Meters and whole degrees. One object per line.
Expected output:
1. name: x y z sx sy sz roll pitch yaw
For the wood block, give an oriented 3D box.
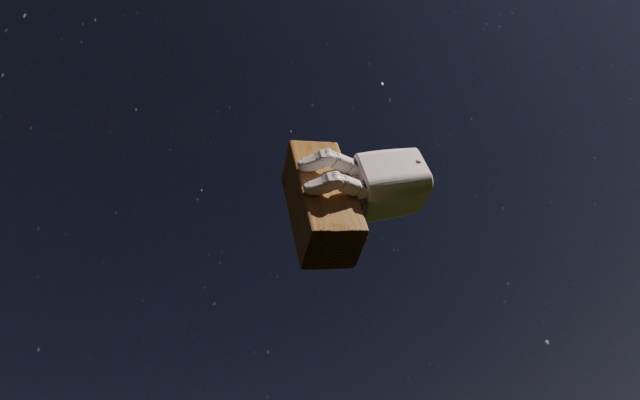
1. wood block: 0.000 0.003 0.774 0.090 0.091 0.206 0 44 -16
